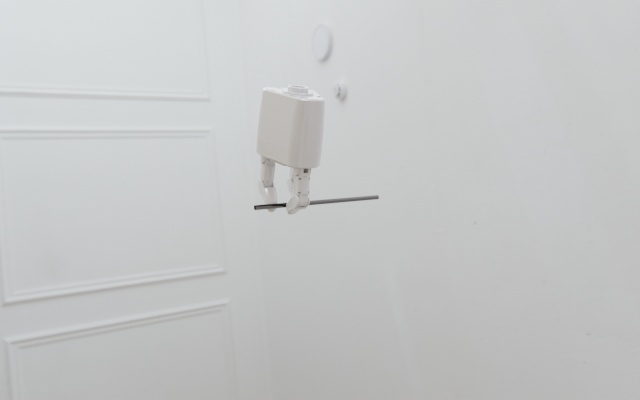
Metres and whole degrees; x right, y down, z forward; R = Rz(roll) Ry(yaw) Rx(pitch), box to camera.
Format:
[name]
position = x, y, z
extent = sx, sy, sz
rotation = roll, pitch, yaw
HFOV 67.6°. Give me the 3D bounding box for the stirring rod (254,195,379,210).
[stirring rod]
position = 0.000, 0.003, 0.820
extent = 0.239, 0.011, 0.011
rotation = -5, 2, -29
